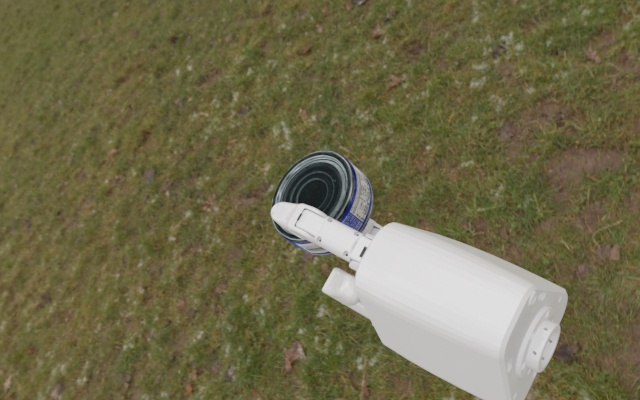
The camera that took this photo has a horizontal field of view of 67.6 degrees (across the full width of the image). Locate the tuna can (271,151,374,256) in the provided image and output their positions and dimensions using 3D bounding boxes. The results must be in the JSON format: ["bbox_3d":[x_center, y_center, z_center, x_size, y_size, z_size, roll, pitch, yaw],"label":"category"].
[{"bbox_3d":[0.000,0.001,0.407,0.086,0.086,0.034,0,-24,38],"label":"tuna can"}]
